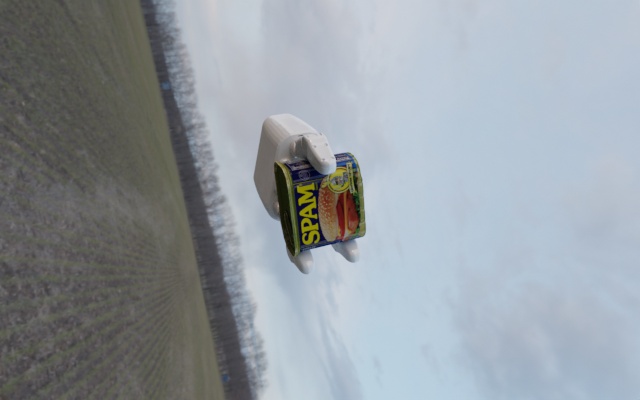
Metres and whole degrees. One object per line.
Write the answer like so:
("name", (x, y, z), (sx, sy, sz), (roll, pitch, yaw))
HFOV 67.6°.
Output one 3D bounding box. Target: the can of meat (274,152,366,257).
("can of meat", (0.000, 0.002, 0.524), (0.084, 0.102, 0.057), (-12, 22, -16))
